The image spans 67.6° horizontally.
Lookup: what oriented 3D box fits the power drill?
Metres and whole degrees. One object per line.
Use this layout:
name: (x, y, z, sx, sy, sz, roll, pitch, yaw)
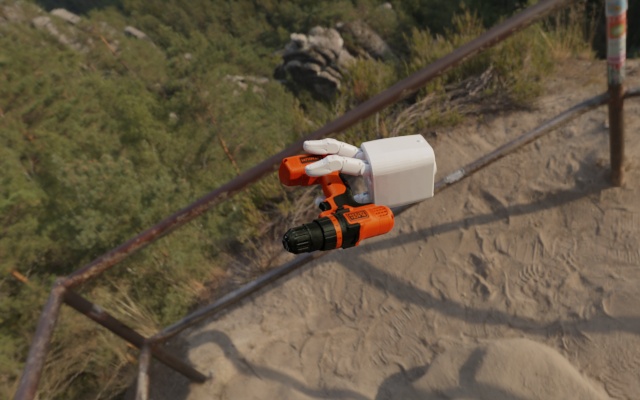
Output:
power drill: (0.000, 0.002, 0.769, 0.184, 0.057, 0.187, -10, 47, -25)
